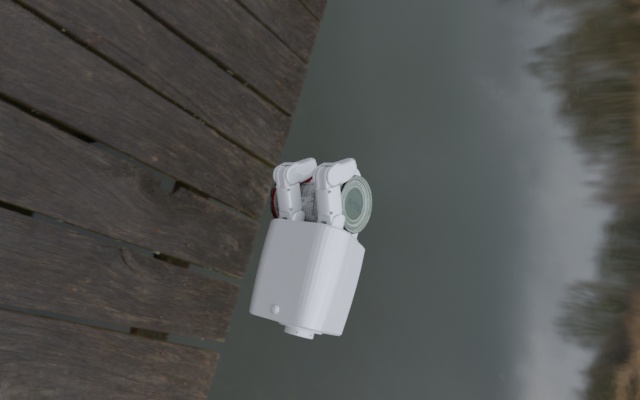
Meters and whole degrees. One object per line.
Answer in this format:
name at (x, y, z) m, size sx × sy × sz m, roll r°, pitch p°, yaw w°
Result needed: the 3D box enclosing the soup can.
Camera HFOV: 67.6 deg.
soup can at (0.001, 0.001, 0.559) m, size 0.102 × 0.068 × 0.068 m, roll 4°, pitch 3°, yaw 38°
